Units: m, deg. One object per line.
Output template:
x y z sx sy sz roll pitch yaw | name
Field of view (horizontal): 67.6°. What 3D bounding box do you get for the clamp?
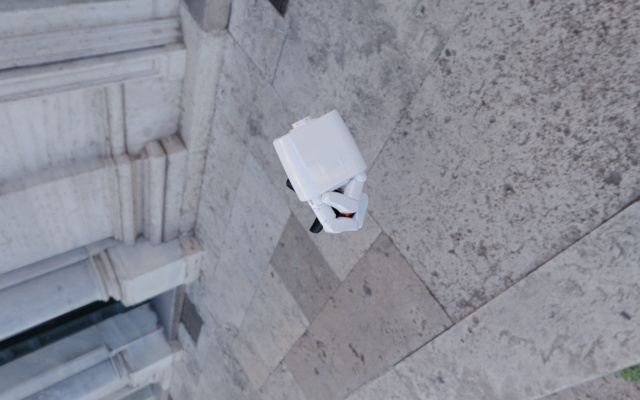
0.000 0.003 0.839 0.039 0.120 0.171 -43 14 -28 | clamp
